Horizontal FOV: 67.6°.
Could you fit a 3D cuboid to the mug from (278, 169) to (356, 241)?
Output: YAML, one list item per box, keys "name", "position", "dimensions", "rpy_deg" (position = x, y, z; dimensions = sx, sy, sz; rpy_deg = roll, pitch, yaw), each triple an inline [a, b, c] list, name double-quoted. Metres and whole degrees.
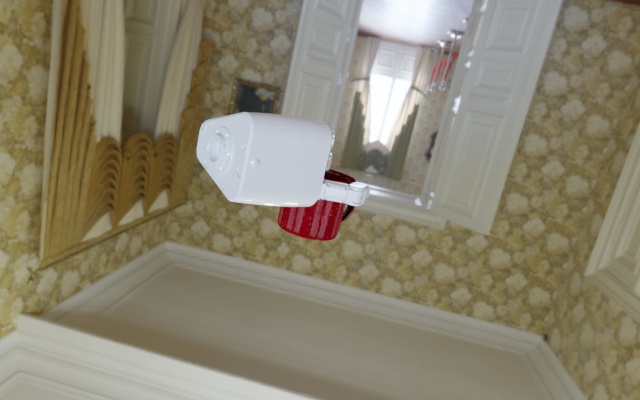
- name: "mug"
  position: [0.001, 0.002, 0.628]
  dimensions: [0.117, 0.081, 0.093]
  rpy_deg: [3, 16, -41]
